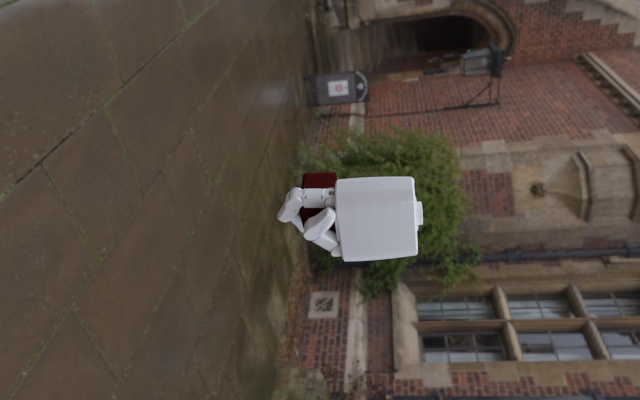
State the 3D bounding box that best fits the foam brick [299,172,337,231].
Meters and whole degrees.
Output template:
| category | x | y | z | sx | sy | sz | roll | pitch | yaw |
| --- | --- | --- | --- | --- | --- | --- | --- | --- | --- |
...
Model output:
| category | x | y | z | sx | sy | sz | roll | pitch | yaw |
| --- | --- | --- | --- | --- | --- | --- | --- | --- | --- |
| foam brick | 0.000 | 0.002 | 0.705 | 0.051 | 0.053 | 0.078 | -4 | 43 | 9 |
